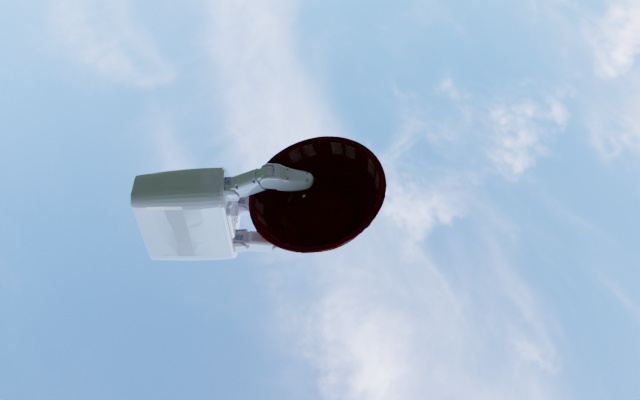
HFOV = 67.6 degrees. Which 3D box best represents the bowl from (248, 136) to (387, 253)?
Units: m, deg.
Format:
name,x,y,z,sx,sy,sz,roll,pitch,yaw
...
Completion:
name,x,y,z,sx,sy,sz,roll,pitch,yaw
bowl,0.001,0.002,0.563,0.162,0.162,0.055,0,-34,17
